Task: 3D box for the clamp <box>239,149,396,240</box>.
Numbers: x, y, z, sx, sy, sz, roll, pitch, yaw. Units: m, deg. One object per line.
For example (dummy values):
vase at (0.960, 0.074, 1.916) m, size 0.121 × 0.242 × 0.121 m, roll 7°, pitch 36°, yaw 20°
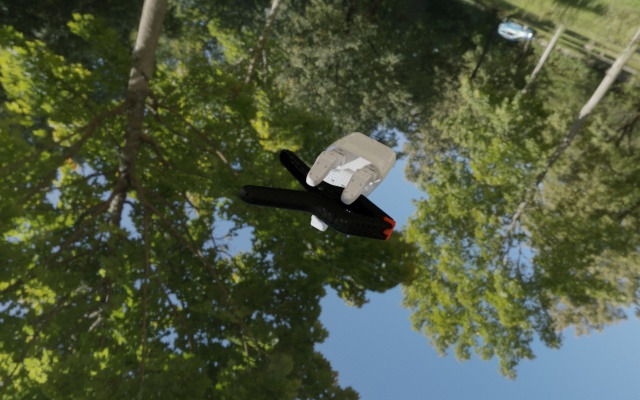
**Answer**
clamp at (0.000, 0.003, 0.660) m, size 0.210 × 0.036 × 0.164 m, roll 28°, pitch 31°, yaw 11°
